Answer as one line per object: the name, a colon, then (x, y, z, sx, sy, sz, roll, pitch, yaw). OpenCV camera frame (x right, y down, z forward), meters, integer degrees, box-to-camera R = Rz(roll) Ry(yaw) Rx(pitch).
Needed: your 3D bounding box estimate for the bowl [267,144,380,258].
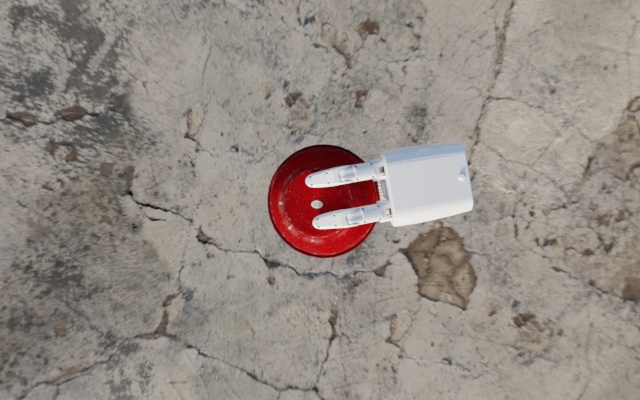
bowl: (-0.001, 0.003, 0.650, 0.162, 0.162, 0.055, 0, 2, 8)
